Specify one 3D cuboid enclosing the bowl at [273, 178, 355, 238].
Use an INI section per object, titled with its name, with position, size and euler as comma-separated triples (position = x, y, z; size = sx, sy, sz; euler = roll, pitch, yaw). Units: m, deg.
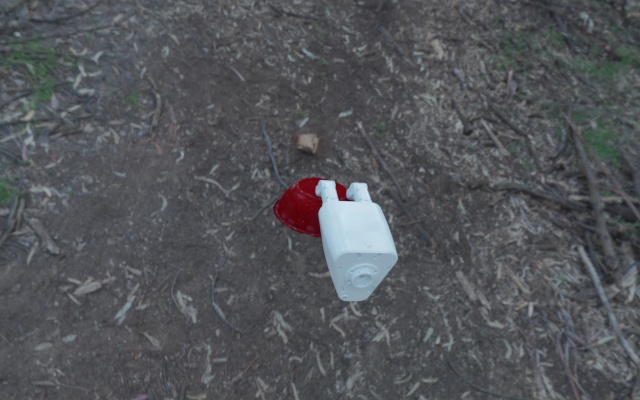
[bowl]
position = 0.000, 0.002, 0.841
size = 0.162, 0.055, 0.162
euler = 9, 25, -4
